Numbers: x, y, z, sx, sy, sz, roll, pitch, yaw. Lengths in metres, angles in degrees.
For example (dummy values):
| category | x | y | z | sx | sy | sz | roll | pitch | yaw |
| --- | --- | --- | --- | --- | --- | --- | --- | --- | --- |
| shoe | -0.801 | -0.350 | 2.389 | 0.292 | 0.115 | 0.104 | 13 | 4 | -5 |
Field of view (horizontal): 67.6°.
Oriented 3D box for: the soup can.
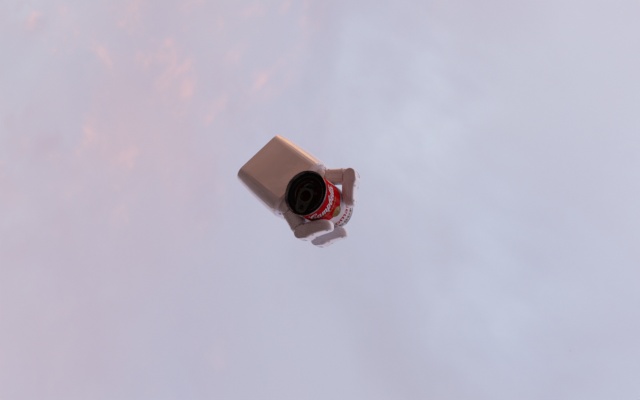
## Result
| category | x | y | z | sx | sy | sz | roll | pitch | yaw |
| --- | --- | --- | --- | --- | --- | --- | --- | --- | --- |
| soup can | 0.001 | 0.003 | 0.726 | 0.068 | 0.068 | 0.102 | 0 | -15 | 27 |
